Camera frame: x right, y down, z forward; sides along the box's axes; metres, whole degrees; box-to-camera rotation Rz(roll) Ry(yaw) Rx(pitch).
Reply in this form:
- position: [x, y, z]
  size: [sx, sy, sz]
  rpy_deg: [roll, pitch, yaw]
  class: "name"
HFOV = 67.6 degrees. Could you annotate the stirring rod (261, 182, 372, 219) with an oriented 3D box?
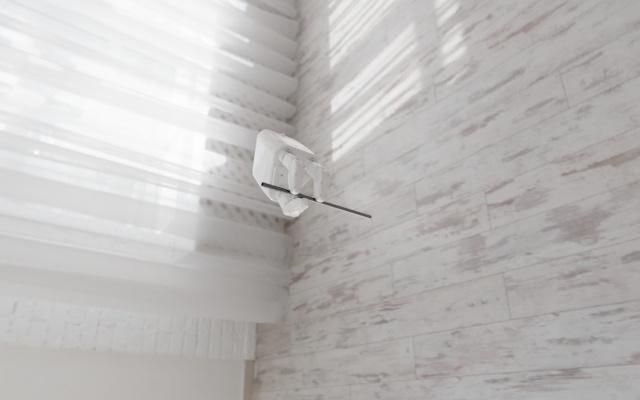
- position: [0.000, 0.003, 0.846]
  size: [0.239, 0.011, 0.011]
  rpy_deg: [17, -10, -34]
  class: "stirring rod"
